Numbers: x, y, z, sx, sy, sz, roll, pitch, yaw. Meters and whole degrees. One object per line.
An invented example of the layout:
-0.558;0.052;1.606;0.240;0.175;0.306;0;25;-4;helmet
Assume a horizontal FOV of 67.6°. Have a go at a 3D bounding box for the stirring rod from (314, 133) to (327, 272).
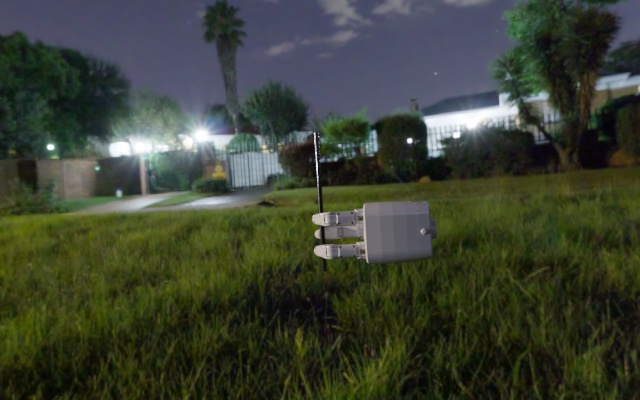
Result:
0.000;0.003;0.829;0.011;0.239;0.011;-3;0;0;stirring rod
